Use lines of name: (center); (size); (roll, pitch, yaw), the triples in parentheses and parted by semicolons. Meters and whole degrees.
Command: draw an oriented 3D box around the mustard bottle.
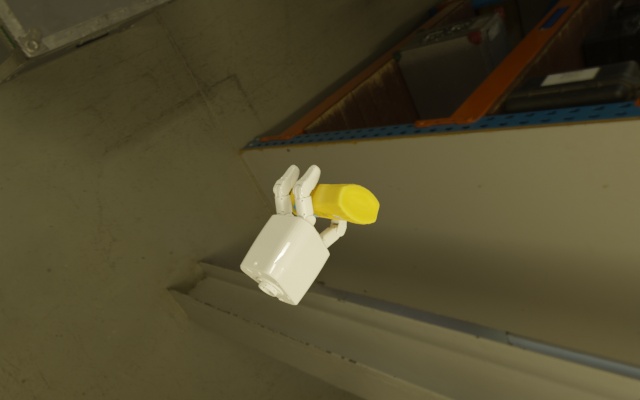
mustard bottle: (0.000, 0.002, 0.816); (0.096, 0.058, 0.191); (22, -12, -41)
